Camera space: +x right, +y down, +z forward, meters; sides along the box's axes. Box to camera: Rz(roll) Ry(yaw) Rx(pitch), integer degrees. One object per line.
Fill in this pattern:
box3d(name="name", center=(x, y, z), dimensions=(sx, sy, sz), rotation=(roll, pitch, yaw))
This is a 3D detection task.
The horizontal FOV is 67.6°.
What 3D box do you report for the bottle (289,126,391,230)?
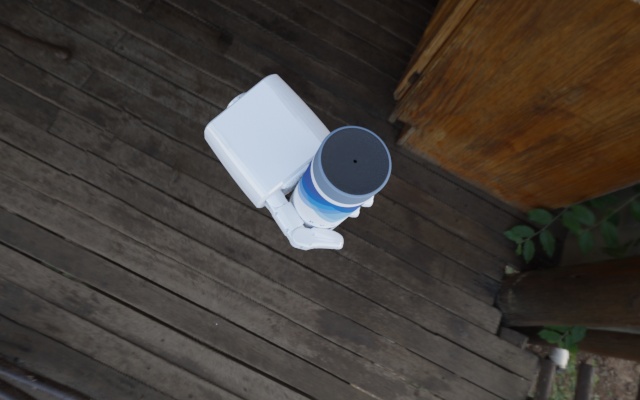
box3d(name="bottle", center=(0.000, 0.002, 0.553), dimensions=(0.069, 0.069, 0.296), rotation=(0, -14, -12))
